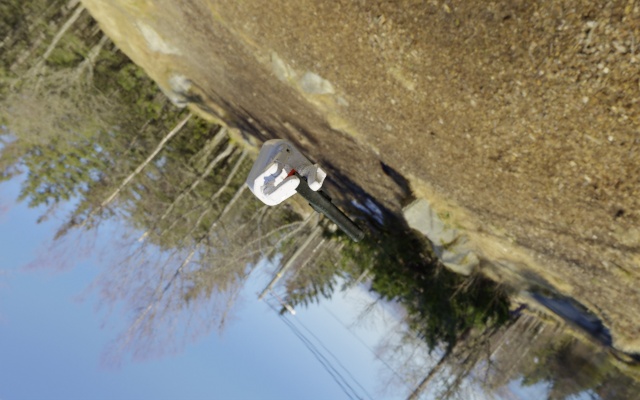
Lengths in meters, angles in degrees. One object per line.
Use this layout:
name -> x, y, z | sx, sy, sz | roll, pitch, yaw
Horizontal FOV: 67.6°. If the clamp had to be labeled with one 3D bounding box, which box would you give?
clamp -> 0.000, 0.003, 0.854 | 0.171, 0.039, 0.120 | 43, -6, -20
